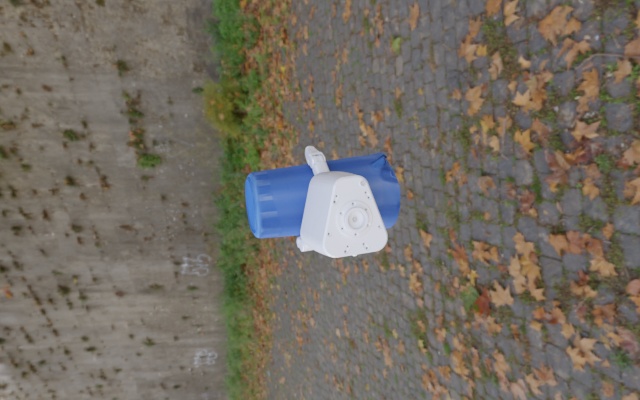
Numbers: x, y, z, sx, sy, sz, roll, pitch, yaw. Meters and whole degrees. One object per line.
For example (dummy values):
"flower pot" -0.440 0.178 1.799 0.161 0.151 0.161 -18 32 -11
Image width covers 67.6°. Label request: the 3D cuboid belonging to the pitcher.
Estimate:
"pitcher" 0.000 0.003 0.812 0.243 0.149 0.145 -7 8 -16
